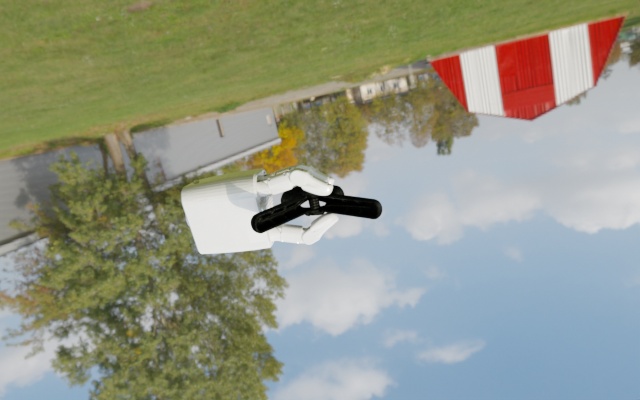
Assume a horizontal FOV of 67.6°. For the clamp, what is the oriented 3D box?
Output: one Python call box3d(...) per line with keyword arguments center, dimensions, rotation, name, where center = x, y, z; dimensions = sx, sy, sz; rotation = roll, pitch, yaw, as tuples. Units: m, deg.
box3d(center=(0.000, 0.003, 0.678), dimensions=(0.164, 0.036, 0.210), rotation=(-5, 12, 4), name="clamp")
